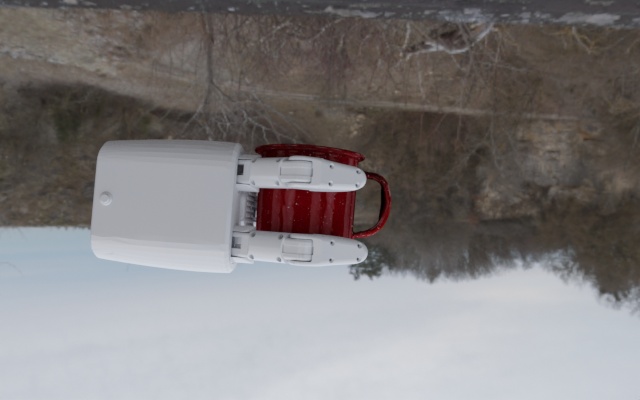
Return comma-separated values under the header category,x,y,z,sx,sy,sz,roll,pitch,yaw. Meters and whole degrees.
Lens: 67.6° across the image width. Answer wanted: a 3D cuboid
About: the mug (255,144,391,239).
category,x,y,z,sx,sy,sz,roll,pitch,yaw
mug,0.001,0.002,0.401,0.117,0.081,0.093,4,-2,3
